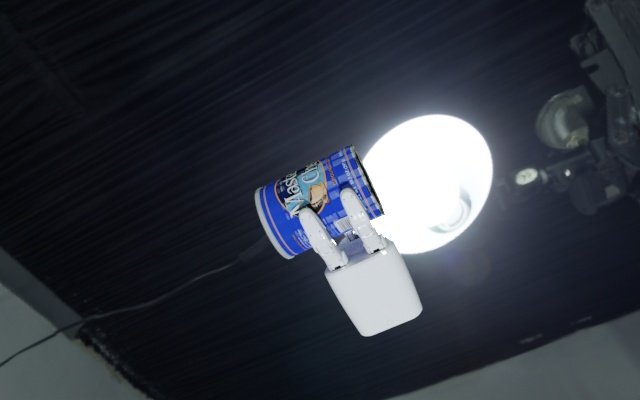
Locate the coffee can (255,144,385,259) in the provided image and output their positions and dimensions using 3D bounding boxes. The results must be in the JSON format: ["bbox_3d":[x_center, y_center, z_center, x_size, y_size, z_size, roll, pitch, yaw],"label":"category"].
[{"bbox_3d":[0.000,0.002,0.626,0.140,0.103,0.103,-25,-5,10],"label":"coffee can"}]
